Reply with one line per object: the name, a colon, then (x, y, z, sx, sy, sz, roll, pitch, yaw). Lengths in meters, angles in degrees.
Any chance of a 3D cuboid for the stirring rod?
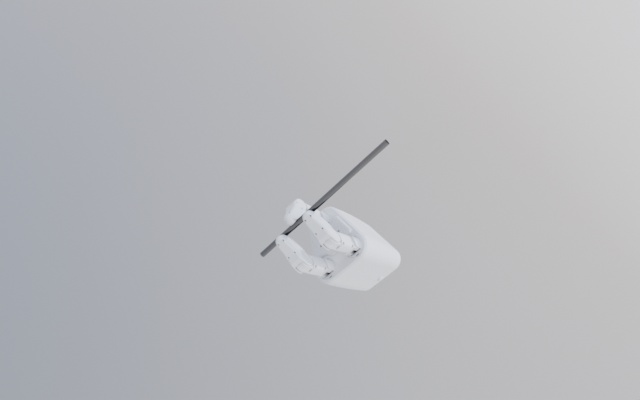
stirring rod: (0.000, 0.002, 0.638, 0.239, 0.011, 0.011, -42, -18, 21)
